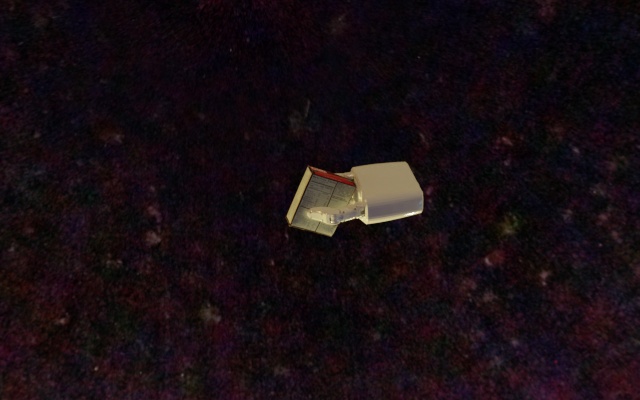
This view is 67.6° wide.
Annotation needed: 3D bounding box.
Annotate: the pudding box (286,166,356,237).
[{"bbox_3d":[0.000,0.003,0.859,0.090,0.113,0.039,17,21,-21],"label":"pudding box"}]
